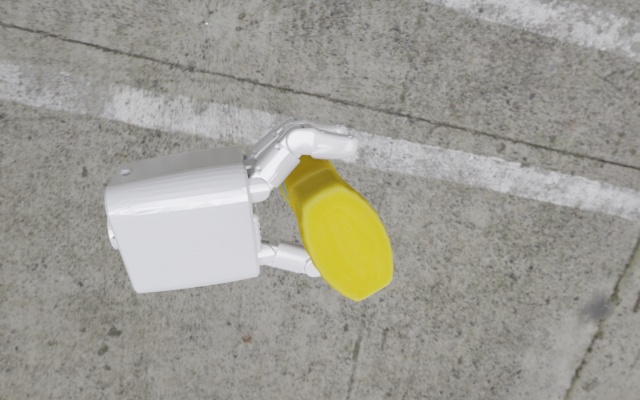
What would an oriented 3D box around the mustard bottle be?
[{"bbox_3d":[0.000,0.001,0.419,0.058,0.096,0.191,-31,24,-1],"label":"mustard bottle"}]
